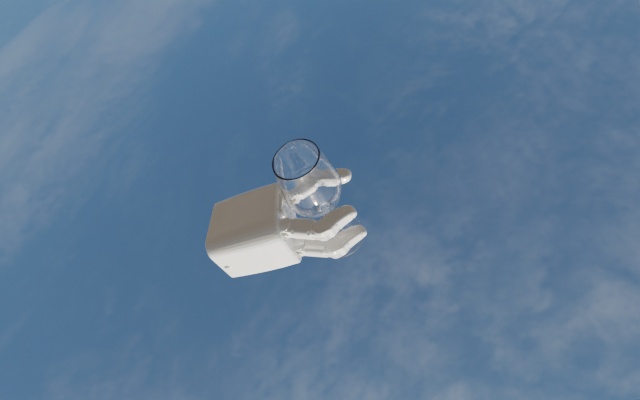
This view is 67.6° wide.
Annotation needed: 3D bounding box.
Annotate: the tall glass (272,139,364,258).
[{"bbox_3d":[0.000,0.002,0.651,0.079,0.079,0.201,0,-32,21],"label":"tall glass"}]
